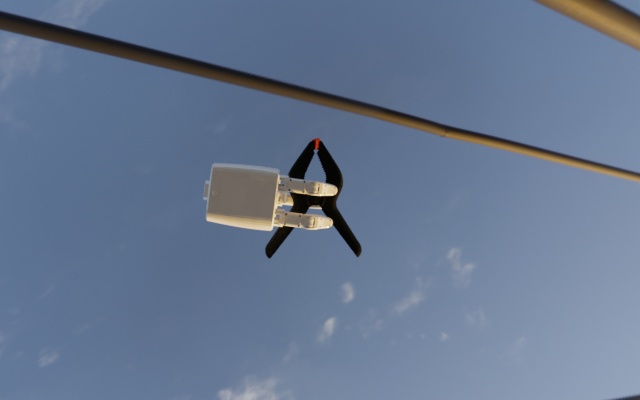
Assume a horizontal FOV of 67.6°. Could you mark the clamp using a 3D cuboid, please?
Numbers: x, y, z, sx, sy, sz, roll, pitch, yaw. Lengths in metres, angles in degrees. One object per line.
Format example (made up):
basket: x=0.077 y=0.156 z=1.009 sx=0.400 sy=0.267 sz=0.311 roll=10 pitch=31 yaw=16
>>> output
clamp: x=0.000 y=0.002 z=0.808 sx=0.164 sy=0.210 sz=0.036 roll=7 pitch=4 yaw=-10
